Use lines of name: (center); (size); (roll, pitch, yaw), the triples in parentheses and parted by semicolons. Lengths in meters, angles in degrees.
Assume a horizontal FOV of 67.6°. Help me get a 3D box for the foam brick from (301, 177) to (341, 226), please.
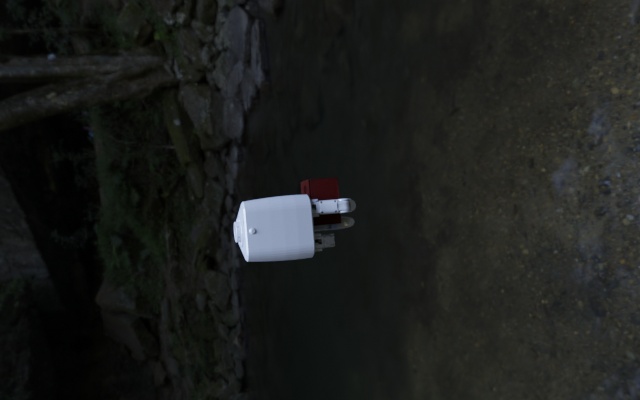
foam brick: (0.000, 0.002, 0.791); (0.051, 0.078, 0.053); (-4, -2, -16)
